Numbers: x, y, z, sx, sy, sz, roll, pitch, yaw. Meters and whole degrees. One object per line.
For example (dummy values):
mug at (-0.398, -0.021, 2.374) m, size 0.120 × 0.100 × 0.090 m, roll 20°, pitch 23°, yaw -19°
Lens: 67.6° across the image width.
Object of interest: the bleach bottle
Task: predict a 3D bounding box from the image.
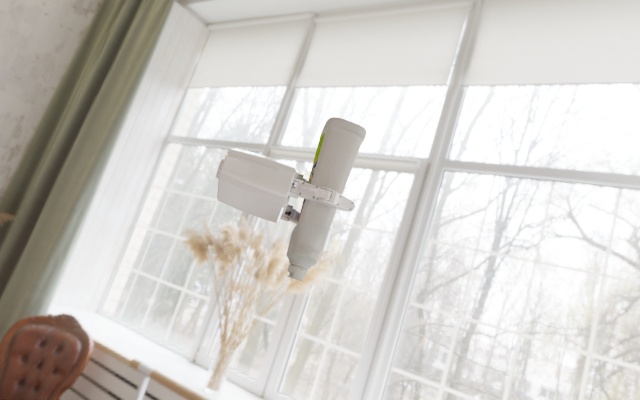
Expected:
bleach bottle at (0.000, 0.002, 0.750) m, size 0.068 × 0.250 × 0.102 m, roll 19°, pitch -12°, yaw -5°
